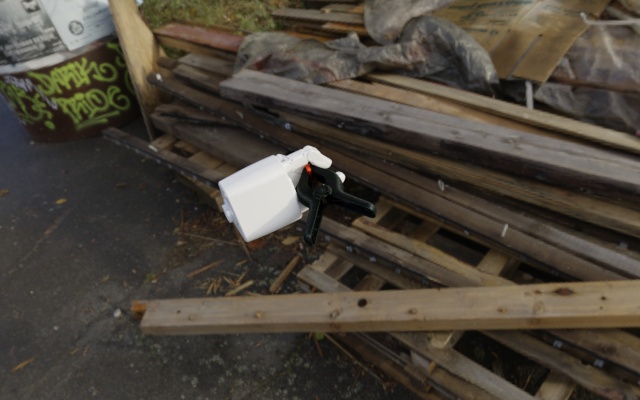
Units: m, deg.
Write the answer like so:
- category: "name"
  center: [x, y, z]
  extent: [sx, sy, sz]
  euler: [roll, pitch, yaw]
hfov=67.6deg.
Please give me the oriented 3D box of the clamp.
- category: "clamp"
  center: [0.000, 0.002, 0.780]
  extent: [0.120, 0.039, 0.171]
  euler: [-27, 41, -15]
